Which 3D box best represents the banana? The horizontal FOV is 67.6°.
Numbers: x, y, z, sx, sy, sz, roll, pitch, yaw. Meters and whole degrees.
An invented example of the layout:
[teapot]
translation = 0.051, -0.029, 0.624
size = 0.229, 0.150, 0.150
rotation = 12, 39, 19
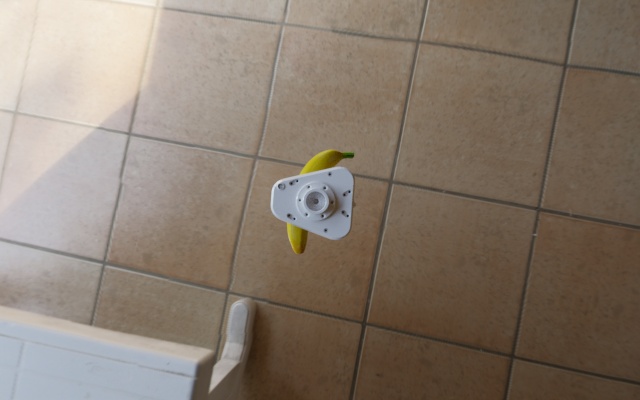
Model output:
[banana]
translation = -0.014, -0.009, 0.797
size = 0.069, 0.198, 0.037
rotation = 29, -3, -9
